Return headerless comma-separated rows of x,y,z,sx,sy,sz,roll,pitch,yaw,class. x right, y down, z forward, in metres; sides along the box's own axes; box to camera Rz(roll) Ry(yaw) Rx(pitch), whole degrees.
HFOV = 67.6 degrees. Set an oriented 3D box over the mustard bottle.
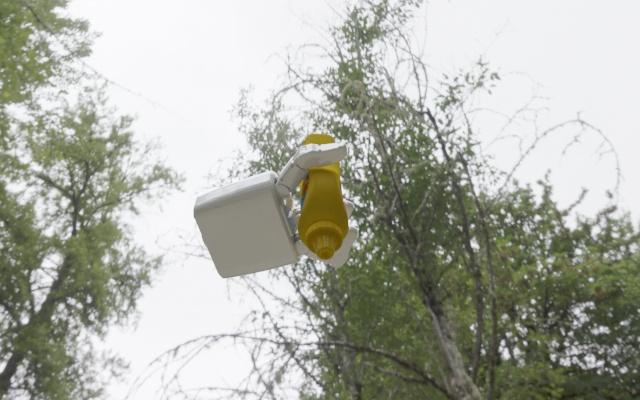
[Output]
0.000,0.002,0.580,0.058,0.096,0.191,4,35,-6,mustard bottle
